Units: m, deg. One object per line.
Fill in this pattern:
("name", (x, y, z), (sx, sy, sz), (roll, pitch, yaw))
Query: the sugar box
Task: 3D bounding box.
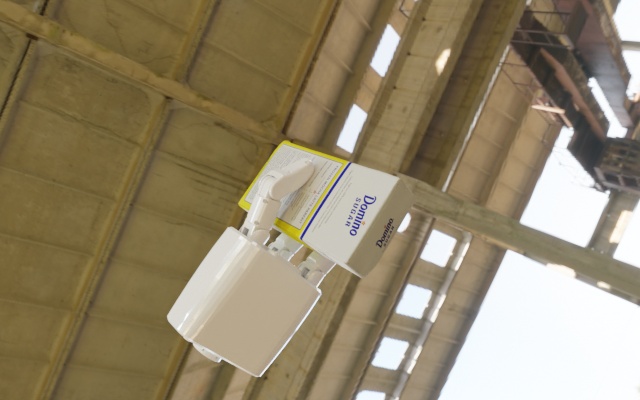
("sugar box", (0.000, 0.002, 0.485), (0.176, 0.093, 0.048), (26, -12, 43))
